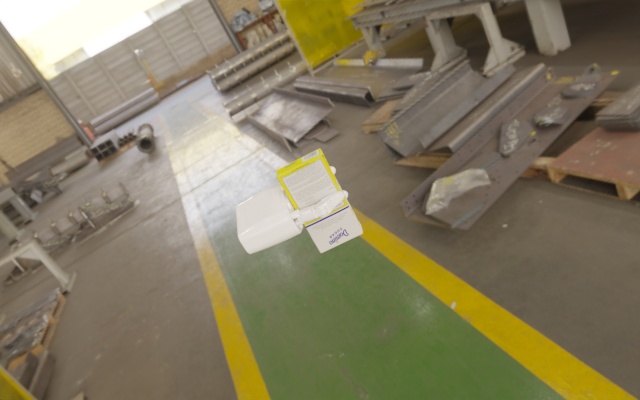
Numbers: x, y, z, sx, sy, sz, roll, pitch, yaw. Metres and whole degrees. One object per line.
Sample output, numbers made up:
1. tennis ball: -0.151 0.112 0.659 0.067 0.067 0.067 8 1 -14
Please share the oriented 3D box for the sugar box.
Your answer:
1. sugar box: 0.000 0.003 0.887 0.093 0.176 0.048 -25 23 7
